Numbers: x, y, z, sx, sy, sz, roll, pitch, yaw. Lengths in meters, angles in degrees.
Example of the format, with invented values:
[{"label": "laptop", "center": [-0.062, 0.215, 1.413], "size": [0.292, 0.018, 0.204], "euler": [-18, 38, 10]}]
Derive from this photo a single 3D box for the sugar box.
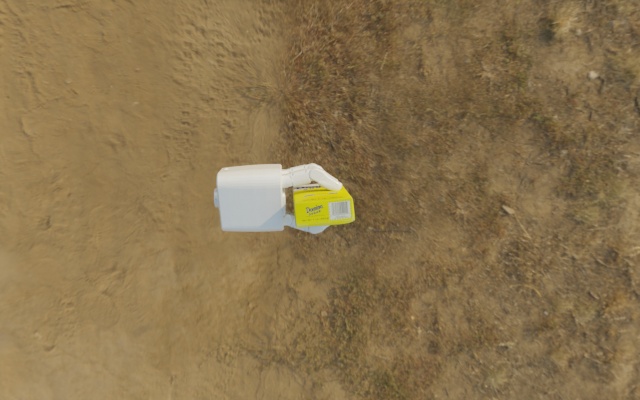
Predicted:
[{"label": "sugar box", "center": [0.000, 0.002, 0.816], "size": [0.093, 0.048, 0.176], "euler": [-5, 13, -4]}]
